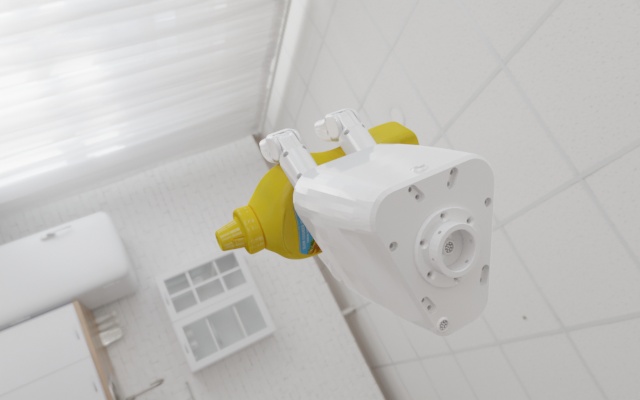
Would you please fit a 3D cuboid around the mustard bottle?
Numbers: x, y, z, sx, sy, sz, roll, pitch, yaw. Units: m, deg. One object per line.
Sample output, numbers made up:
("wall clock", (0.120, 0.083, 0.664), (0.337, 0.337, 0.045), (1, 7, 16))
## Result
("mustard bottle", (0.000, 0.001, 0.425), (0.191, 0.096, 0.058), (-22, 41, -21))
